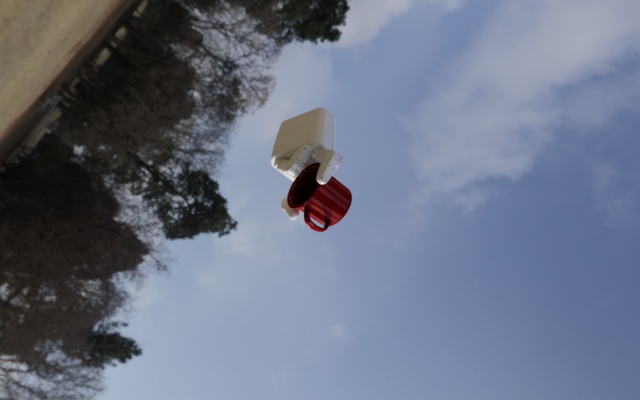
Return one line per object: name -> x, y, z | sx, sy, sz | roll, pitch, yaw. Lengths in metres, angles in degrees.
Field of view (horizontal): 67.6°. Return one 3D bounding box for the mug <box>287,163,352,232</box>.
mug -> 0.000, 0.004, 0.836 | 0.081, 0.117, 0.093 | 35, -46, -30
